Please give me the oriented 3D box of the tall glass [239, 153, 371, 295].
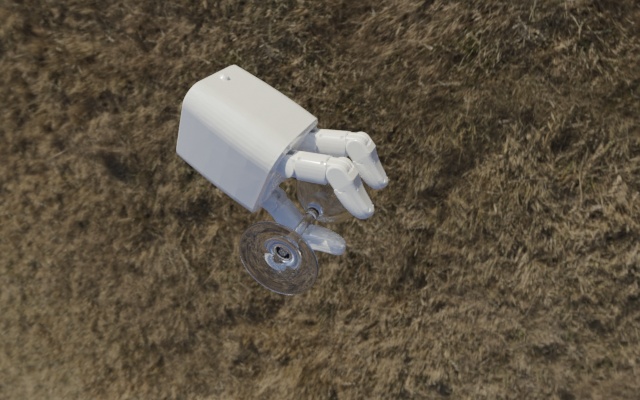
[{"bbox_3d":[0.000,0.002,0.479,0.079,0.079,0.201,0,29,25],"label":"tall glass"}]
